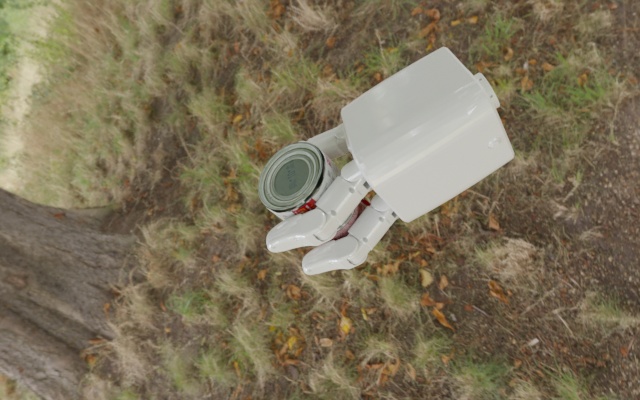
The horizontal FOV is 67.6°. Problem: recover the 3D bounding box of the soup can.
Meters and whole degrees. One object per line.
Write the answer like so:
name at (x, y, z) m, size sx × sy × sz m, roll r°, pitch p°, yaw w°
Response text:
soup can at (-0.001, 0.001, 0.432) m, size 0.068 × 0.068 × 0.102 m, roll 0°, pitch -26°, yaw 35°
